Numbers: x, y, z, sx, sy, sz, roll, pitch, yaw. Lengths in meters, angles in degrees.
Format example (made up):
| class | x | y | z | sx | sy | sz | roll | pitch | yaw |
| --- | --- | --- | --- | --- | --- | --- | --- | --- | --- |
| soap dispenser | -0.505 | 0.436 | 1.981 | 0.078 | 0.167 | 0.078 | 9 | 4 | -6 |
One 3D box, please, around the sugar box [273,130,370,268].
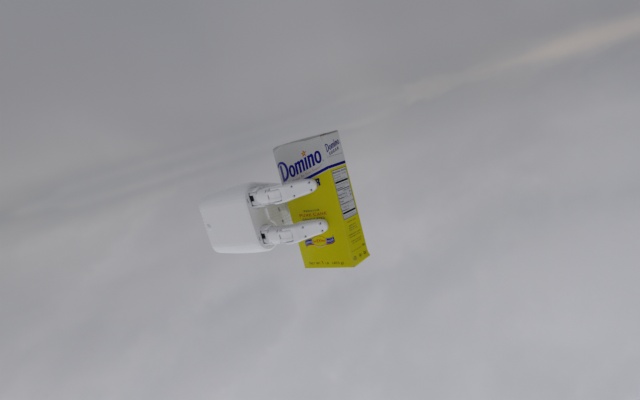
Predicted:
| class | x | y | z | sx | sy | sz | roll | pitch | yaw |
| --- | --- | --- | --- | --- | --- | --- | --- | --- | --- |
| sugar box | 0.000 | 0.002 | 0.643 | 0.093 | 0.176 | 0.048 | -9 | 12 | 41 |
